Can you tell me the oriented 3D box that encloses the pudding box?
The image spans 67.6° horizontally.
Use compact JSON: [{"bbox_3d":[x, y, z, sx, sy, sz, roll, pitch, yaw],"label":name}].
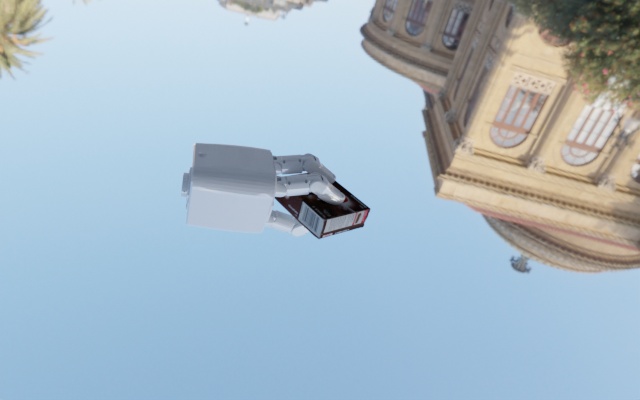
[{"bbox_3d":[0.000,0.002,0.681,0.090,0.039,0.113,-13,43,-40],"label":"pudding box"}]
